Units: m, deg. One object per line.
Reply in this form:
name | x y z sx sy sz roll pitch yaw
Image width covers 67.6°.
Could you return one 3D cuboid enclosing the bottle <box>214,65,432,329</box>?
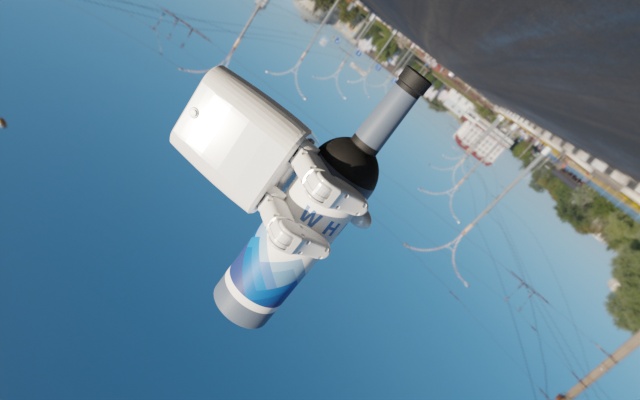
bottle | 0.000 0.002 0.458 0.069 0.296 0.069 33 21 -14
